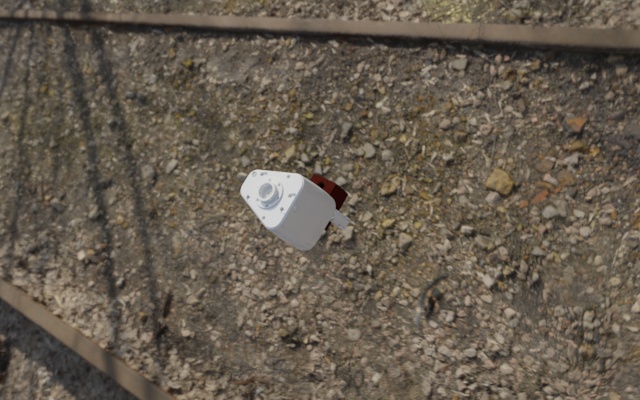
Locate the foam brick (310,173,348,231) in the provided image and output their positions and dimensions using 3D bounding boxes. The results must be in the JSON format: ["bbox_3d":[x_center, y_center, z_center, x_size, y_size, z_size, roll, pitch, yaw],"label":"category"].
[{"bbox_3d":[0.000,0.002,0.819,0.053,0.078,0.051,27,-7,34],"label":"foam brick"}]
